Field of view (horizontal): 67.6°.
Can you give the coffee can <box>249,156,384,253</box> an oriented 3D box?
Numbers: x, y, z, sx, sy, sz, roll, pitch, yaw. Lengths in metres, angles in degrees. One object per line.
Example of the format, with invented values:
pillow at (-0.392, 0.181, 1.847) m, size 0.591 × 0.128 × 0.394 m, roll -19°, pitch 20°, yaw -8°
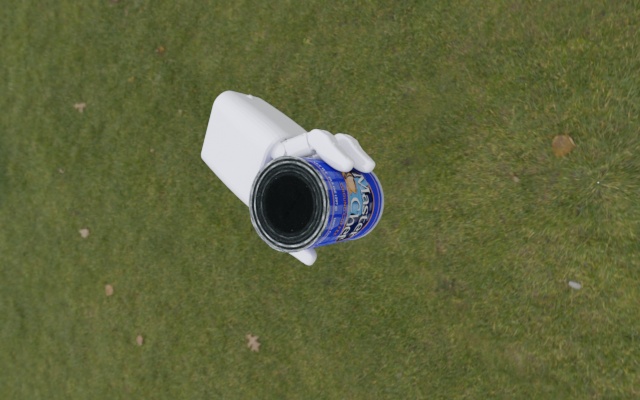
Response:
coffee can at (0.000, 0.002, 0.559) m, size 0.103 × 0.103 × 0.140 m, roll 0°, pitch 2°, yaw 30°
